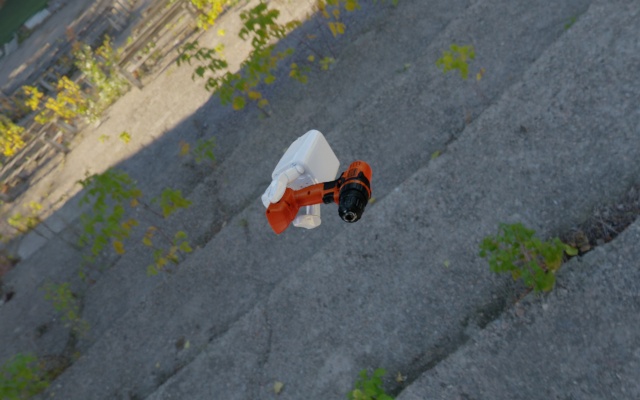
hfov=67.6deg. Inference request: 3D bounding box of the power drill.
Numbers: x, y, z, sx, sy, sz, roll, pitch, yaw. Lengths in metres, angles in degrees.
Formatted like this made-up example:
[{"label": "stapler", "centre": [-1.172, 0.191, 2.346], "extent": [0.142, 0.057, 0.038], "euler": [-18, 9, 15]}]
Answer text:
[{"label": "power drill", "centre": [0.000, 0.003, 0.853], "extent": [0.187, 0.057, 0.184], "euler": [-15, 22, 19]}]
